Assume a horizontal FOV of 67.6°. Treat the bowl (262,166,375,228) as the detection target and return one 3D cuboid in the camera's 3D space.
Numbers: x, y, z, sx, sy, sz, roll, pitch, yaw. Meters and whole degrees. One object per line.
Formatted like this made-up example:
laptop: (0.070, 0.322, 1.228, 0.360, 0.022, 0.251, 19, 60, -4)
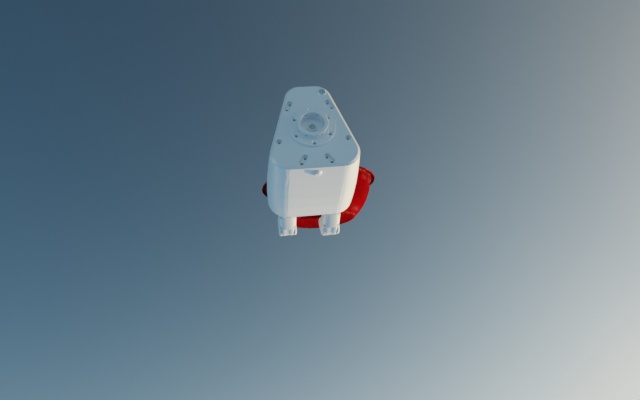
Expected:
bowl: (0.000, 0.003, 0.677, 0.162, 0.055, 0.162, -6, -16, -2)
